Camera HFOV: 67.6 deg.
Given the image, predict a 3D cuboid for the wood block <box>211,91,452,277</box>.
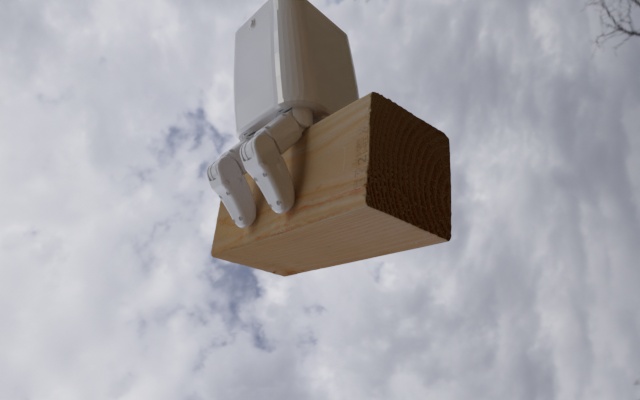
[{"bbox_3d":[0.000,0.001,0.412,0.091,0.090,0.206,21,-27,-34],"label":"wood block"}]
